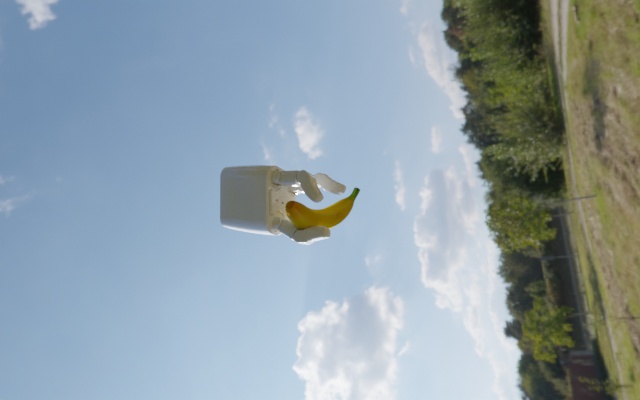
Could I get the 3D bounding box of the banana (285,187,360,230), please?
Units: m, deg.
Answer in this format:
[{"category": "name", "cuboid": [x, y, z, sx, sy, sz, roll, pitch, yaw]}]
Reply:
[{"category": "banana", "cuboid": [0.000, 0.020, 0.799, 0.037, 0.070, 0.198, 16, 17, 32]}]
